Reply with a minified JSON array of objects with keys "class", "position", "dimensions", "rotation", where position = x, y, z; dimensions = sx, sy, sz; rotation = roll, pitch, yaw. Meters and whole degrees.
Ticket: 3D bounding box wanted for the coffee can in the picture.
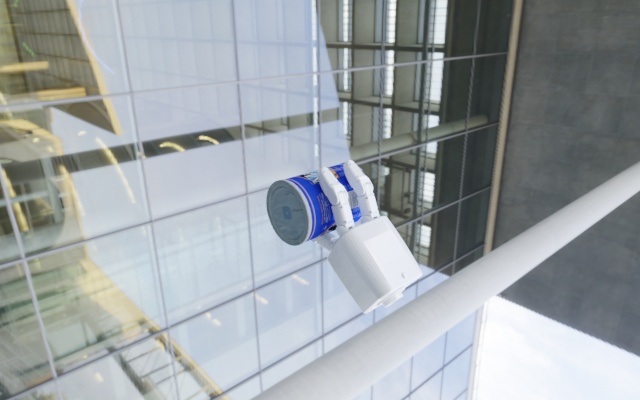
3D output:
[{"class":"coffee can","position":[0.000,0.002,0.758],"dimensions":[0.140,0.103,0.103],"rotation":[-19,12,-39]}]
